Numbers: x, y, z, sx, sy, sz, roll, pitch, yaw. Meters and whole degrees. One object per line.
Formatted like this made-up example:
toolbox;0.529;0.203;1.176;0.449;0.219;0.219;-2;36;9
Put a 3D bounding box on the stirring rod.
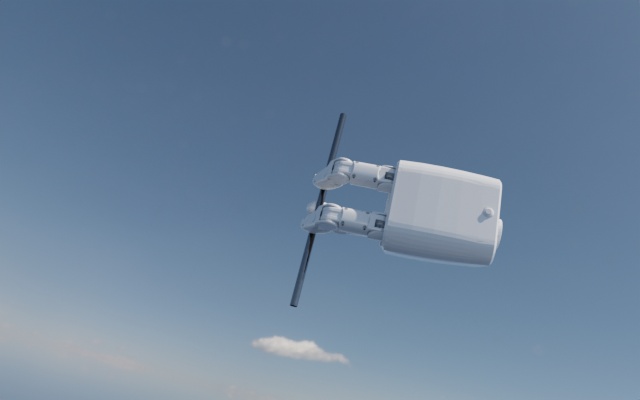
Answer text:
stirring rod;0.000;0.002;0.538;0.011;0.239;0.011;12;-23;5
